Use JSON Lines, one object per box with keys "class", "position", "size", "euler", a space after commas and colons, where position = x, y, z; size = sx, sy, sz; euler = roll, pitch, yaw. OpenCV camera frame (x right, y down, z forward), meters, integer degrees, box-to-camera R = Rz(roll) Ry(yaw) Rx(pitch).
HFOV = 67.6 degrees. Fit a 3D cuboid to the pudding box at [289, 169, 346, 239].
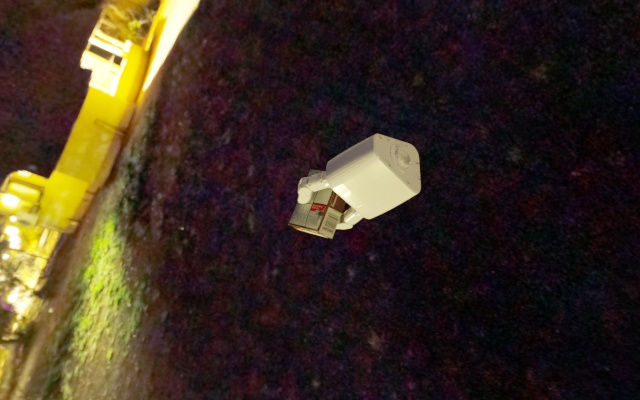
{"class": "pudding box", "position": [0.000, 0.003, 0.829], "size": [0.039, 0.113, 0.090], "euler": [29, -12, -36]}
